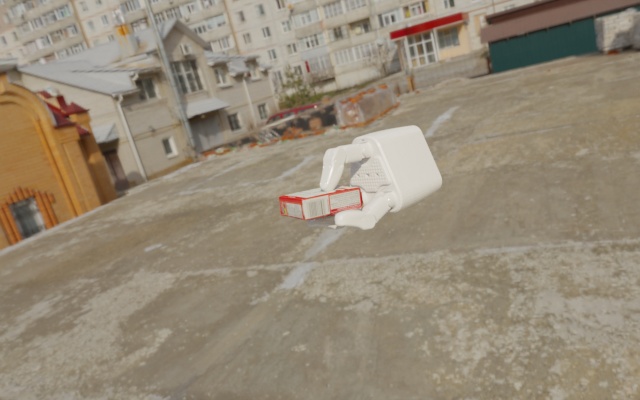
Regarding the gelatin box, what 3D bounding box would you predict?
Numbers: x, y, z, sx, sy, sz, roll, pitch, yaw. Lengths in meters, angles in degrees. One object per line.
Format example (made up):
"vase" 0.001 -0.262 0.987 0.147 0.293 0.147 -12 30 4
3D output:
"gelatin box" 0.000 0.002 0.631 0.089 0.030 0.073 -12 9 -27
